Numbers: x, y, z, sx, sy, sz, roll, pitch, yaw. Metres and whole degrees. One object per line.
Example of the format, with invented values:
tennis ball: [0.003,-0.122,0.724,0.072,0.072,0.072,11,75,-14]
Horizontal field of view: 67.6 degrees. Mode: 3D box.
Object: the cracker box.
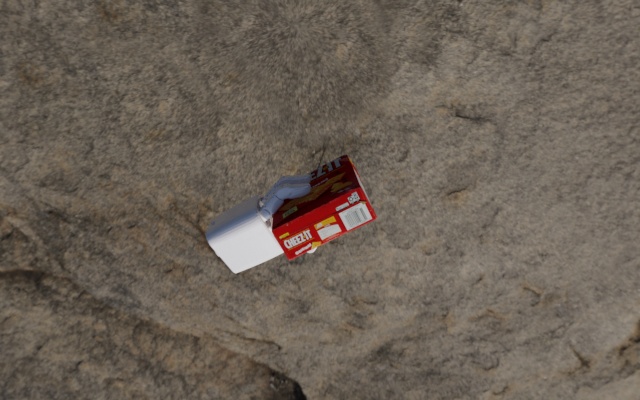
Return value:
cracker box: [0.000,0.003,0.863,0.164,0.072,0.213,-26,19,6]
